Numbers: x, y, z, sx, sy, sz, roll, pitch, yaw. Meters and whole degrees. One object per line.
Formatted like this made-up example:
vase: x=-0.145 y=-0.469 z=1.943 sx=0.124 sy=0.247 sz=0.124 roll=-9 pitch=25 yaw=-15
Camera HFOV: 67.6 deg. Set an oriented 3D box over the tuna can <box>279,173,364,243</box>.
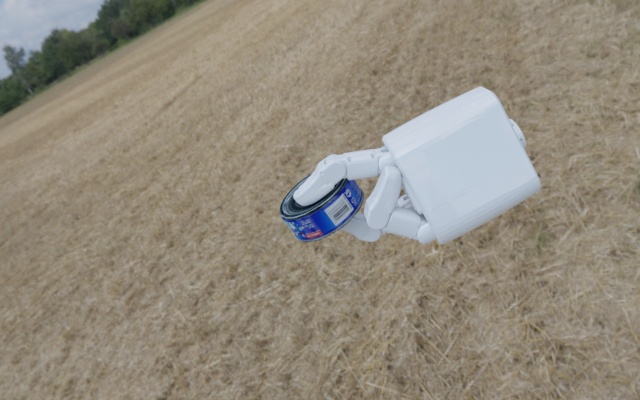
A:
tuna can: x=0.000 y=0.001 z=0.497 sx=0.086 sy=0.034 sz=0.086 roll=-28 pitch=26 yaw=15
